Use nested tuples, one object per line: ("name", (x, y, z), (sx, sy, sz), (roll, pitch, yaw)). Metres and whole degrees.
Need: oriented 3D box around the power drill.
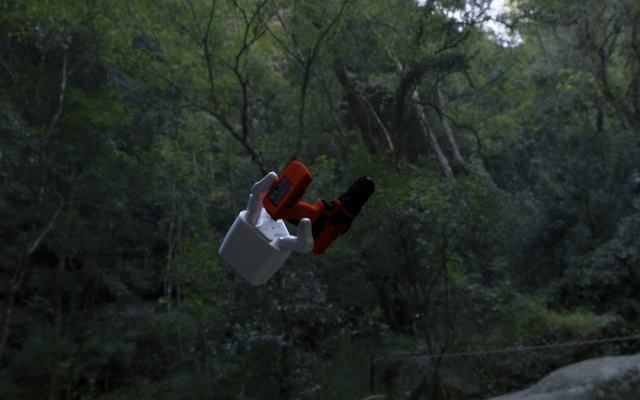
("power drill", (0.000, 0.003, 0.877), (0.188, 0.184, 0.057), (34, 7, -44))
